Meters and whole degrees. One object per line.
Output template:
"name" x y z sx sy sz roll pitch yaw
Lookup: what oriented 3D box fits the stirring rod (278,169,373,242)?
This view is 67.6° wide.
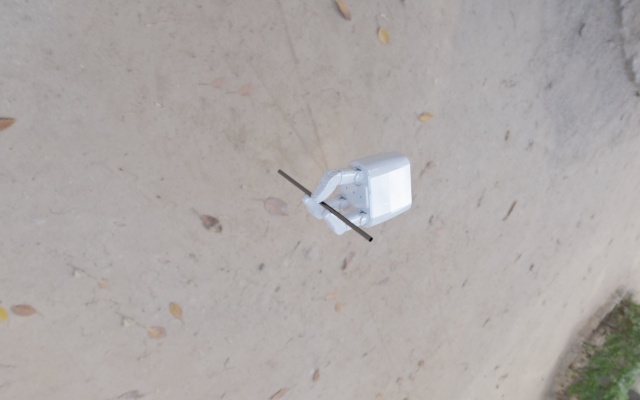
"stirring rod" 0.000 0.002 0.771 0.011 0.011 0.239 0 27 -43
